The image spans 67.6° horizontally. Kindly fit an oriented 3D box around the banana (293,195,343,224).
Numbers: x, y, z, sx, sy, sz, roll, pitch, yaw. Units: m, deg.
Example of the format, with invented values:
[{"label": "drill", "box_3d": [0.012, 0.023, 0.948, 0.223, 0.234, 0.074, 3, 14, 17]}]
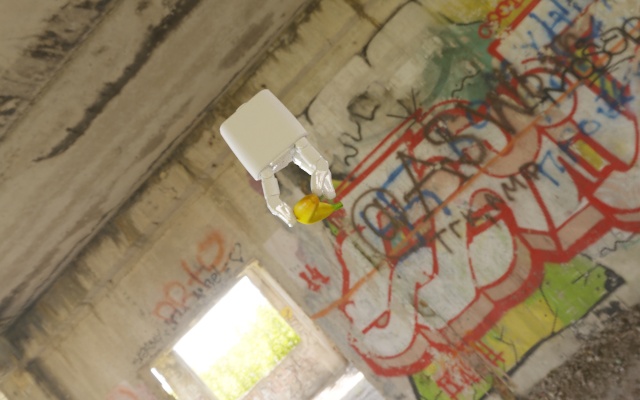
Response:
[{"label": "banana", "box_3d": [-0.014, 0.014, 0.818, 0.069, 0.037, 0.198, -37, -9, 10]}]
